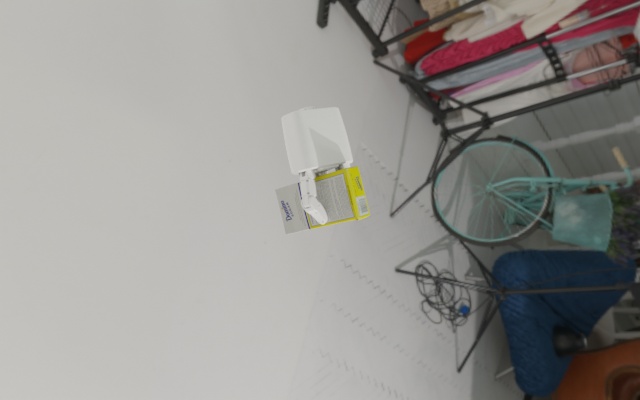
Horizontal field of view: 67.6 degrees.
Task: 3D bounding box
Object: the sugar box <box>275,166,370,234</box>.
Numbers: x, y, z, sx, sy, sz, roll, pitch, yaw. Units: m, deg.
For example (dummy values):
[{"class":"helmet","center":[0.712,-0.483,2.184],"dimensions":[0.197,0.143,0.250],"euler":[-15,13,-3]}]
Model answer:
[{"class":"sugar box","center":[0.001,0.003,0.883],"dimensions":[0.176,0.093,0.048],"euler":[-14,0,41]}]
